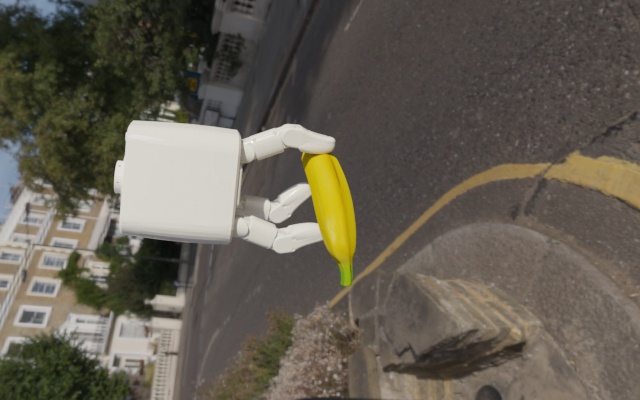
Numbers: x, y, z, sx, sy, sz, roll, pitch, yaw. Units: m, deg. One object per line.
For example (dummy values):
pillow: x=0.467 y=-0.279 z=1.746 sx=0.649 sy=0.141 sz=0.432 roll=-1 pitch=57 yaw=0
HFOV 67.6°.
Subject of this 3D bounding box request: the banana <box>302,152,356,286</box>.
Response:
banana: x=0.005 y=-0.009 z=0.504 sx=0.037 sy=0.197 sz=0.070 roll=2 pitch=-45 yaw=-15
